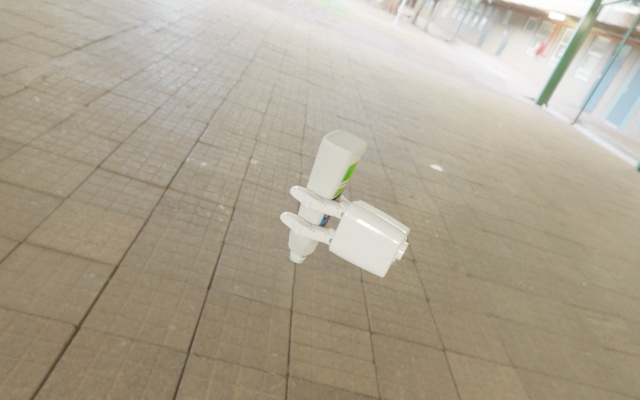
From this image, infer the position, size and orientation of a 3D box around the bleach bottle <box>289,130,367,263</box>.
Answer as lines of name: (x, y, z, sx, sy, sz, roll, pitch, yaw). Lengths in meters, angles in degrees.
bleach bottle: (0.000, 0.003, 0.860, 0.068, 0.251, 0.102, 28, 26, 12)
